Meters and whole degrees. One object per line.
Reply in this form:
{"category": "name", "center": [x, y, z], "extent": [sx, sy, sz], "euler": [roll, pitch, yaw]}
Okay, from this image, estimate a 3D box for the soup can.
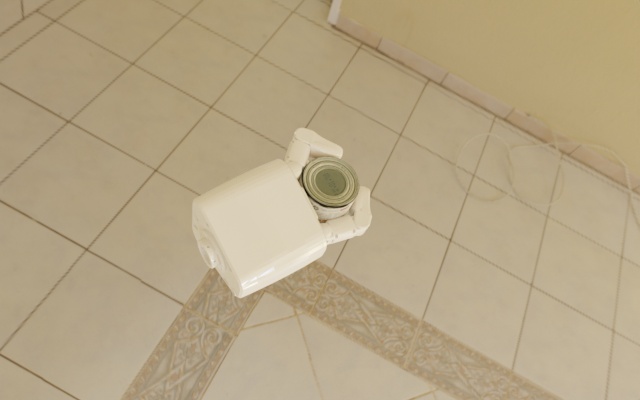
{"category": "soup can", "center": [0.001, 0.002, 0.566], "extent": [0.068, 0.068, 0.102], "euler": [0, -28, -15]}
